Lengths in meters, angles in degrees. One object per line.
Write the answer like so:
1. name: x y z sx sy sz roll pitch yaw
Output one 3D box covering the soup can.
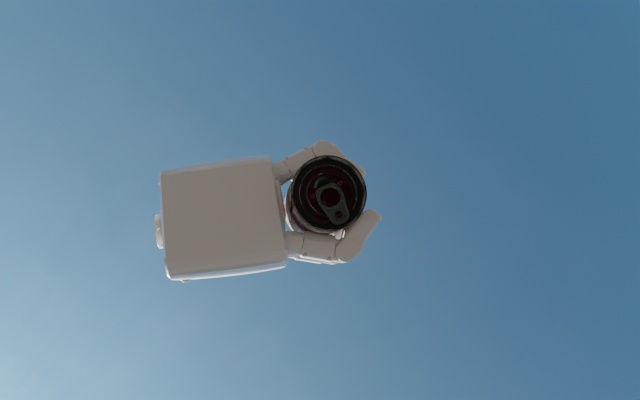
1. soup can: 0.001 0.001 0.466 0.068 0.068 0.102 0 -9 -9
